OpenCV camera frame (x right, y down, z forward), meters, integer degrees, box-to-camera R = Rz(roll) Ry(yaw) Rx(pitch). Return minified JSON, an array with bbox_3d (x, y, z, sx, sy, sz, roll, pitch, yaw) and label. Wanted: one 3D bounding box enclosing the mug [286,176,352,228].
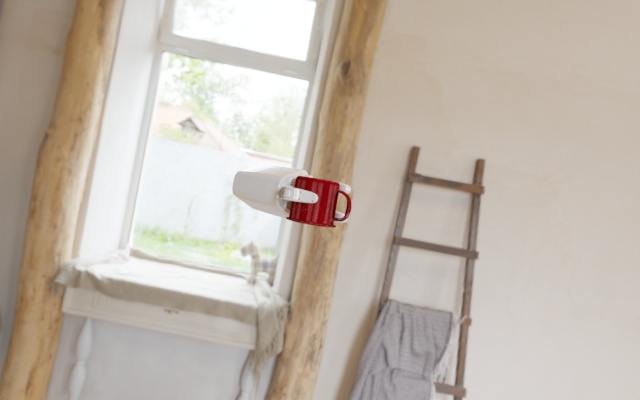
[{"bbox_3d":[0.001,0.003,0.860,0.117,0.081,0.093,10,2,24],"label":"mug"}]
